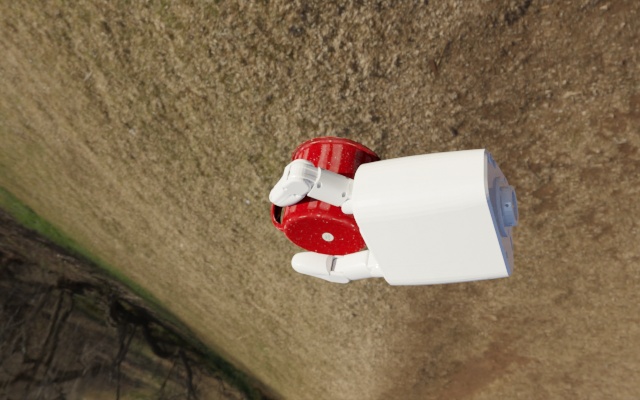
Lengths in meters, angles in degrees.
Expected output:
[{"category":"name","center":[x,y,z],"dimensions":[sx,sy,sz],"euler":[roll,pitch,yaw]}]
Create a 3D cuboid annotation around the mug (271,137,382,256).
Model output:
[{"category":"mug","center":[-0.001,0.002,0.461],"dimensions":[0.117,0.081,0.093],"euler":[-9,-36,30]}]
